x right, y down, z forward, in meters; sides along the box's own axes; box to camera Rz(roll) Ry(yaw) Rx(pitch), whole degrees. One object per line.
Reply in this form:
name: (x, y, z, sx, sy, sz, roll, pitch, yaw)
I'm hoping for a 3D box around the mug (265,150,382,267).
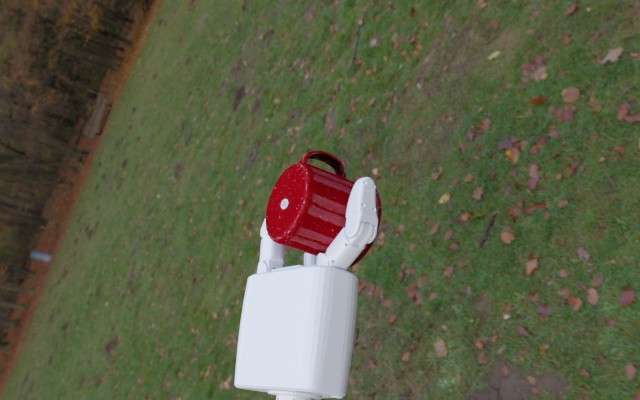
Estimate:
mug: (0.000, 0.000, 0.475, 0.081, 0.117, 0.093, 20, -30, -29)
